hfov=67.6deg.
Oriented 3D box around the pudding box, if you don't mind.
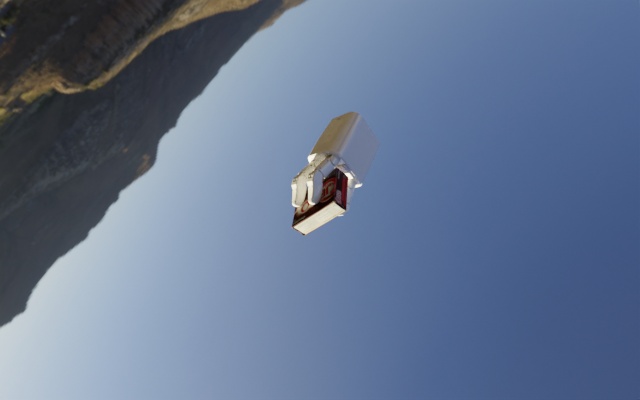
[{"bbox_3d":[0.000,0.003,0.893,0.039,0.090,0.113,36,-52,-25],"label":"pudding box"}]
